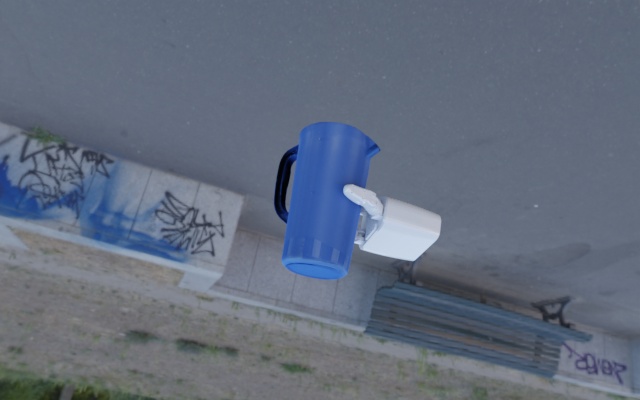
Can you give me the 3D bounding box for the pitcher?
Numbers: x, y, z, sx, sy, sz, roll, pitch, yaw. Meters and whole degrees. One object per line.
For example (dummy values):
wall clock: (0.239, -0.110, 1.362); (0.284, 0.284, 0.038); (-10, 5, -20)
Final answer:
pitcher: (0.000, 0.003, 0.803); (0.145, 0.242, 0.149); (16, -22, -15)
